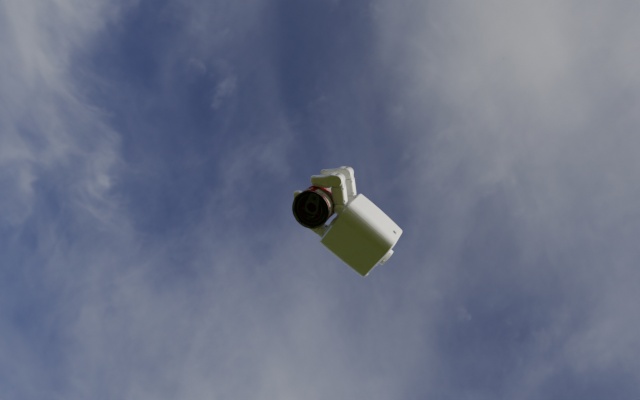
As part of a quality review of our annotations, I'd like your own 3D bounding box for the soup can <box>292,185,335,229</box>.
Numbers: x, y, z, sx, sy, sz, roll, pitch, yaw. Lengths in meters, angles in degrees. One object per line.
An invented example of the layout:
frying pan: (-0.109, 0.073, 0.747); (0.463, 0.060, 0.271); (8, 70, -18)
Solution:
soup can: (0.000, 0.003, 0.859); (0.068, 0.068, 0.102); (0, 15, 21)
